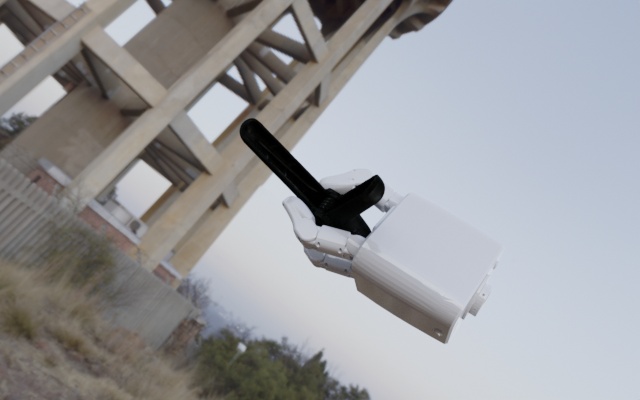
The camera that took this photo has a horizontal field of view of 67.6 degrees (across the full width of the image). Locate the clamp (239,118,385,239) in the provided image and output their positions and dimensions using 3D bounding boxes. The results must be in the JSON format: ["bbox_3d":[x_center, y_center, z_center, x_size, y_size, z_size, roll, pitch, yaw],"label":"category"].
[{"bbox_3d":[0.001,0.001,0.508,0.164,0.036,0.210,32,-19,24],"label":"clamp"}]
